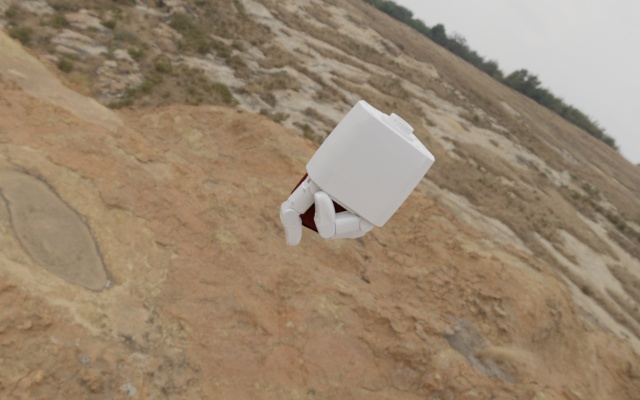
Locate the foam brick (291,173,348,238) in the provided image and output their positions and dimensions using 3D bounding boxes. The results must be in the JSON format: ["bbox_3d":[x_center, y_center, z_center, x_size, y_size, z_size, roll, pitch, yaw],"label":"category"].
[{"bbox_3d":[0.000,0.002,0.637,0.053,0.051,0.078,28,21,-27],"label":"foam brick"}]
